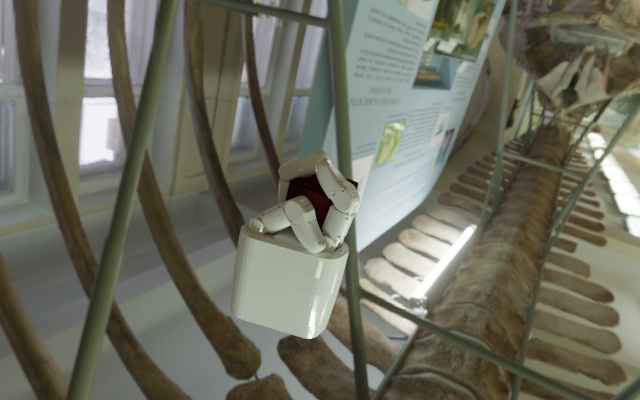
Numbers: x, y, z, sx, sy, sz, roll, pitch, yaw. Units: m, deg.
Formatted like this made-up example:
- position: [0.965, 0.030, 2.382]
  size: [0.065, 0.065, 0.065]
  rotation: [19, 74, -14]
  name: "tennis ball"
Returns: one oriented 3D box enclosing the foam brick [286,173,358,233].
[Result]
- position: [0.000, 0.002, 0.539]
  size: [0.053, 0.051, 0.078]
  rotation: [21, 21, 22]
  name: "foam brick"
